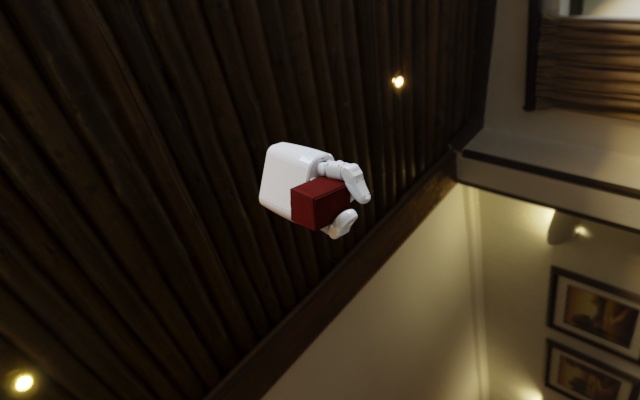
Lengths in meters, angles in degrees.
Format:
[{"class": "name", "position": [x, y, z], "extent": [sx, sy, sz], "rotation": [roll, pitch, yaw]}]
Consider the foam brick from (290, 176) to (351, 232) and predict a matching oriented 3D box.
[{"class": "foam brick", "position": [0.000, 0.002, 0.694], "extent": [0.051, 0.053, 0.078], "rotation": [22, 33, 39]}]
